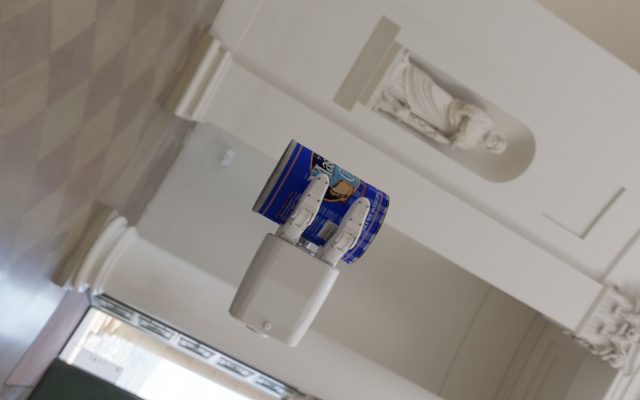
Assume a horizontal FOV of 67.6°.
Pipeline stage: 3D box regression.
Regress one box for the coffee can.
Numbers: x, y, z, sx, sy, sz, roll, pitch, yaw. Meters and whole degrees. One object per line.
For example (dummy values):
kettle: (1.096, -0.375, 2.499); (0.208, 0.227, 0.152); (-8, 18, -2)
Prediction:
coffee can: (0.000, 0.002, 0.600); (0.140, 0.103, 0.103); (30, -5, -8)
